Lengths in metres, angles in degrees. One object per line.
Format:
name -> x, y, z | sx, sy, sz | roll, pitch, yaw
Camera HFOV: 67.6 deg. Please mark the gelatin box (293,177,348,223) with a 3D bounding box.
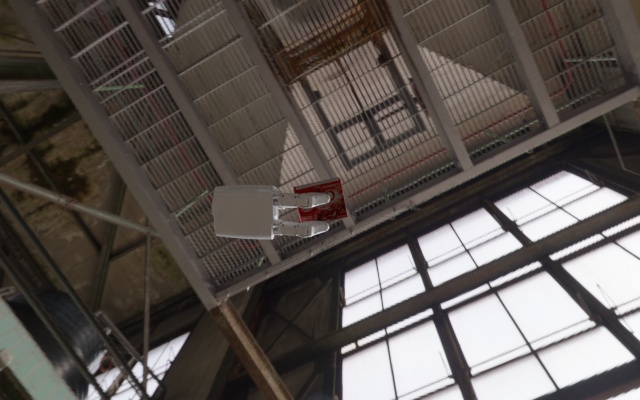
gelatin box -> 0.000, 0.003, 0.883 | 0.089, 0.073, 0.030 | -12, 16, -2
